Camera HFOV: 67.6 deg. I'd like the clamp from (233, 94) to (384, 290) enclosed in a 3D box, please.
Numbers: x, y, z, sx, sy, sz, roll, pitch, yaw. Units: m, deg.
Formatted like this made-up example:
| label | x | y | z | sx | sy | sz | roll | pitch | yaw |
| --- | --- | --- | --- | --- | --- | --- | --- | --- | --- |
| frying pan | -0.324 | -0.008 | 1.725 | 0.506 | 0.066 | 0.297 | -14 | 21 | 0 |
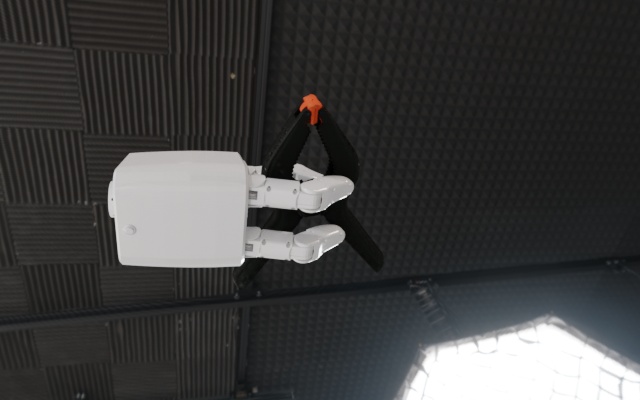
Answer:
| label | x | y | z | sx | sy | sz | roll | pitch | yaw |
| --- | --- | --- | --- | --- | --- | --- | --- | --- | --- |
| clamp | 0.000 | 0.001 | 0.474 | 0.164 | 0.210 | 0.036 | 0 | 31 | -15 |
